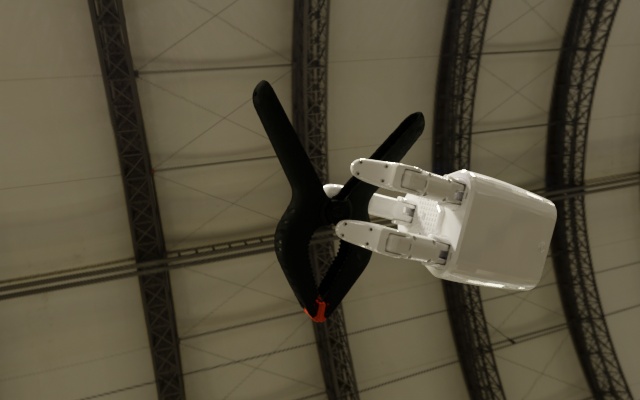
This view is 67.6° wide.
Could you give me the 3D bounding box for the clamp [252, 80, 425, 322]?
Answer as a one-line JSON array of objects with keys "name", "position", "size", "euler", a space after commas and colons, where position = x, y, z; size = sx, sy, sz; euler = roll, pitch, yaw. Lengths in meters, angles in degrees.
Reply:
[{"name": "clamp", "position": [0.000, 0.002, 0.428], "size": [0.164, 0.210, 0.036], "euler": [14, 2, -21]}]
